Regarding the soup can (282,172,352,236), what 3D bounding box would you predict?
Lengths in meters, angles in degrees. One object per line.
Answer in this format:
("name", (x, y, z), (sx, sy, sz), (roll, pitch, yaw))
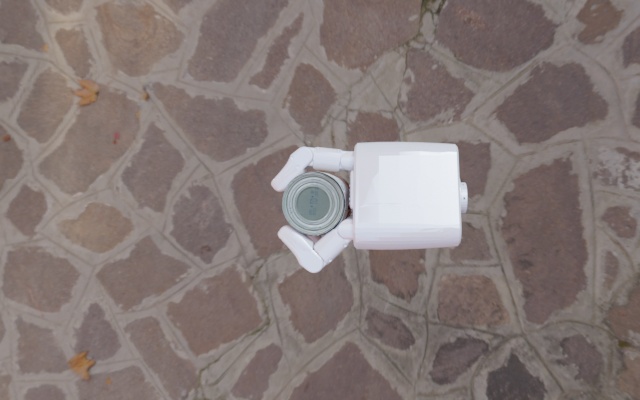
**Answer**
("soup can", (0.000, 0.002, 0.534), (0.068, 0.068, 0.102), (0, 2, 9))
